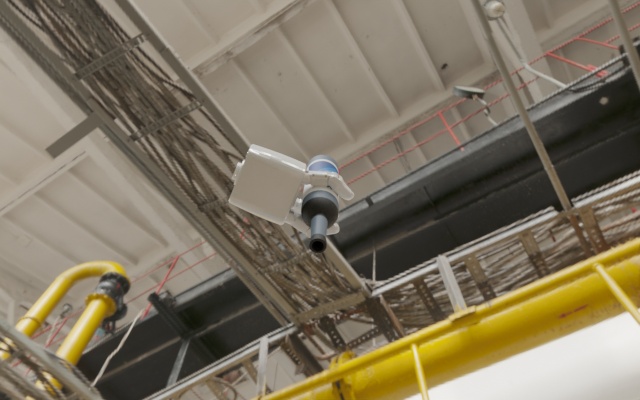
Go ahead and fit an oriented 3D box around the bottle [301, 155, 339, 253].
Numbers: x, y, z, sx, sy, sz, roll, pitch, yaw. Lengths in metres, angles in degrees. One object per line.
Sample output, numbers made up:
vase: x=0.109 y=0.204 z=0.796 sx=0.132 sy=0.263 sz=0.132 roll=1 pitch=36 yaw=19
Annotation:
bottle: x=0.000 y=0.003 z=0.866 sx=0.069 sy=0.069 sz=0.295 roll=0 pitch=27 yaw=2
